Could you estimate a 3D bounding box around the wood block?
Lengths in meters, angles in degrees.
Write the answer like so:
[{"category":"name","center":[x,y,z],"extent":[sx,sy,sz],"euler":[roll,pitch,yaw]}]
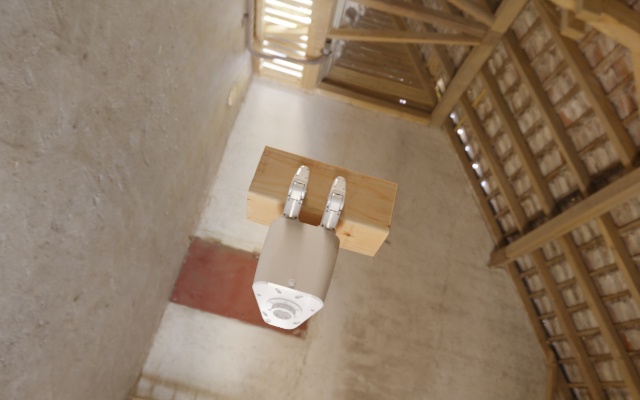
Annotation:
[{"category":"wood block","center":[0.000,0.003,0.725],"extent":[0.206,0.090,0.091],"euler":[17,-31,-1]}]
